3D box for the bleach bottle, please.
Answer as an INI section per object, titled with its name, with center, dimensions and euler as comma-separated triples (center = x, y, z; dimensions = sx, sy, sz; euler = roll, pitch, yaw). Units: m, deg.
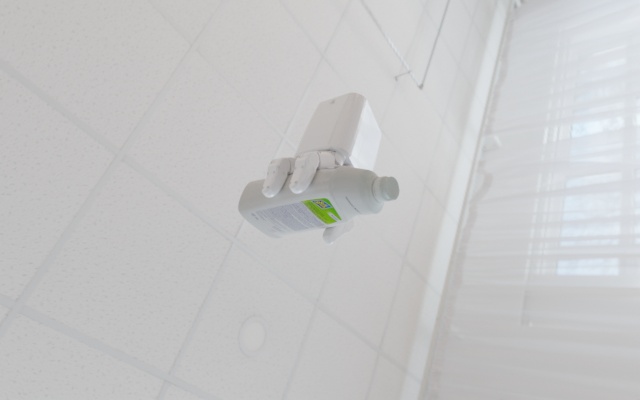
[bleach bottle]
center = 0.000, 0.002, 0.655
dimensions = 0.251, 0.068, 0.103
euler = -8, -36, 43
